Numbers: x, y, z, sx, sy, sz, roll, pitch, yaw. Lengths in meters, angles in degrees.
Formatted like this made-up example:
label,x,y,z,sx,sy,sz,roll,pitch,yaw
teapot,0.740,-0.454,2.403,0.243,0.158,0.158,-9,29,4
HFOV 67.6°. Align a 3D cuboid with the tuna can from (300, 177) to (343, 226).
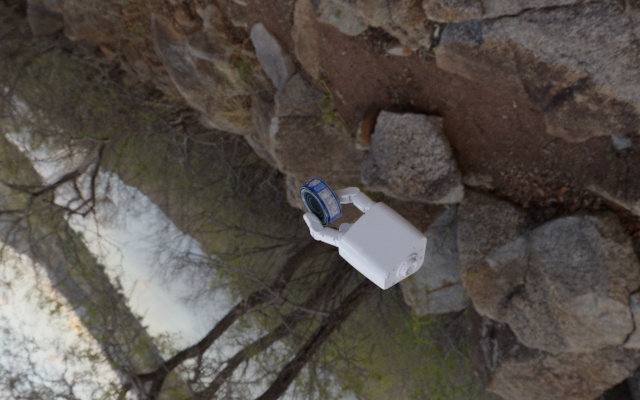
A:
label,x,y,z,sx,sy,sz,roll,pitch,yaw
tuna can,0.000,0.003,0.865,0.033,0.086,0.086,-33,13,-20
